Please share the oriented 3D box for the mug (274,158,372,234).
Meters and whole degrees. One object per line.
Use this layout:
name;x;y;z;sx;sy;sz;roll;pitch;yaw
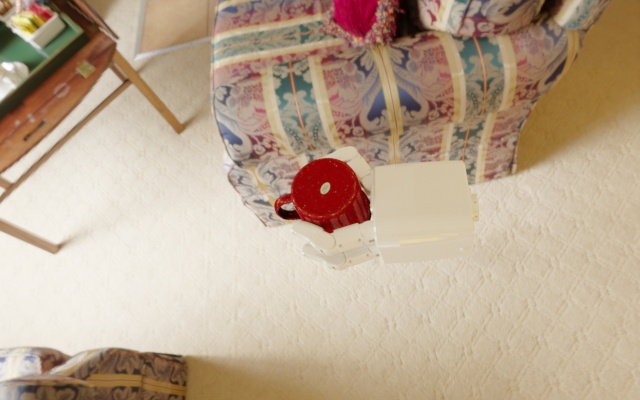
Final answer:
mug;-0.001;0.002;0.586;0.117;0.093;0.081;-6;-26;11
